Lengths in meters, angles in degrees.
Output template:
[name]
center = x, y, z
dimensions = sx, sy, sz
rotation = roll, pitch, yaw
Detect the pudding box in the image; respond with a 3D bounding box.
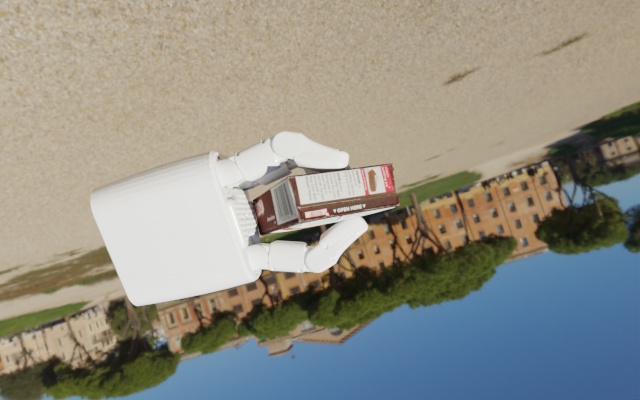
[pudding box]
center = 0.000, 0.002, 0.408
dimensions = 0.090, 0.039, 0.113
rotation = -10, -3, -23
